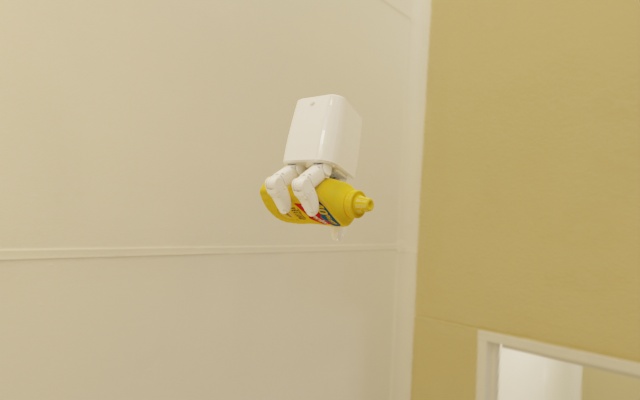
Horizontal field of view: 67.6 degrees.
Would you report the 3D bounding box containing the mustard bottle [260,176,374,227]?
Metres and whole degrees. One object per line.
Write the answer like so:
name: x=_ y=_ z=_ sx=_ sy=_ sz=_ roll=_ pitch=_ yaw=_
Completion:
mustard bottle: x=0.000 y=0.003 z=0.739 sx=0.191 sy=0.058 sz=0.096 roll=2 pitch=-36 yaw=42
